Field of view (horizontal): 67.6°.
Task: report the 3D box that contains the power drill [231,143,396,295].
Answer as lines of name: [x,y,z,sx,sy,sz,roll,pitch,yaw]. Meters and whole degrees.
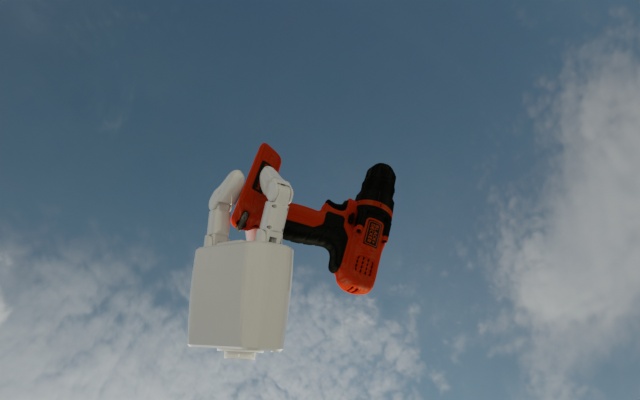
power drill: [0.000,0.002,0.581,0.187,0.184,0.057,22,-34,-8]
